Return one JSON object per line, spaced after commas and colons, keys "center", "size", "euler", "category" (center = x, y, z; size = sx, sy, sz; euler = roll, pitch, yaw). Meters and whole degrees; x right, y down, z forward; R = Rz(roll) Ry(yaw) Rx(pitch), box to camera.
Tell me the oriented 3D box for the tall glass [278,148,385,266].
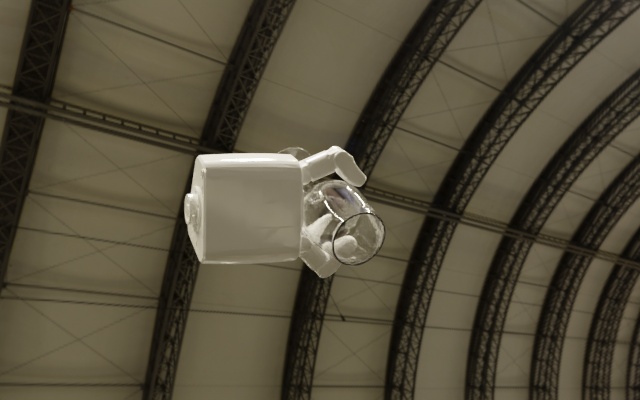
{"center": [0.000, 0.002, 0.569], "size": [0.079, 0.079, 0.201], "euler": [0, 23, -26], "category": "tall glass"}
